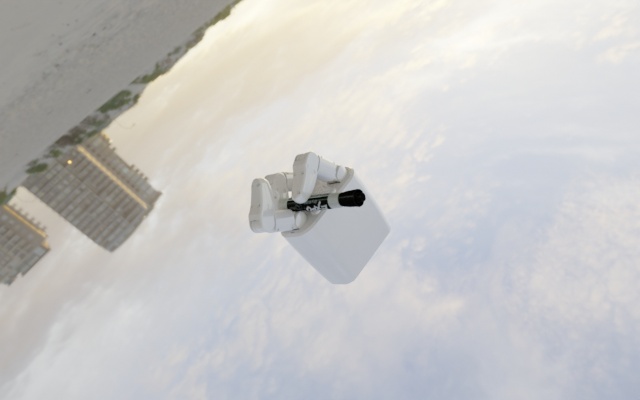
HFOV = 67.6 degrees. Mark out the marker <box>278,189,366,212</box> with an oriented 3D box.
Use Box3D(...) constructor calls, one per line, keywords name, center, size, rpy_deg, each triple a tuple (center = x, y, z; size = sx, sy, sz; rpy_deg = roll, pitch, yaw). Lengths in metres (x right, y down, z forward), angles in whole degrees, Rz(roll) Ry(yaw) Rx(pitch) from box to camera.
Box3D(name="marker", center=(0.000, 0.002, 0.527), size=(0.121, 0.020, 0.020), rpy_deg=(-7, -5, 43))
